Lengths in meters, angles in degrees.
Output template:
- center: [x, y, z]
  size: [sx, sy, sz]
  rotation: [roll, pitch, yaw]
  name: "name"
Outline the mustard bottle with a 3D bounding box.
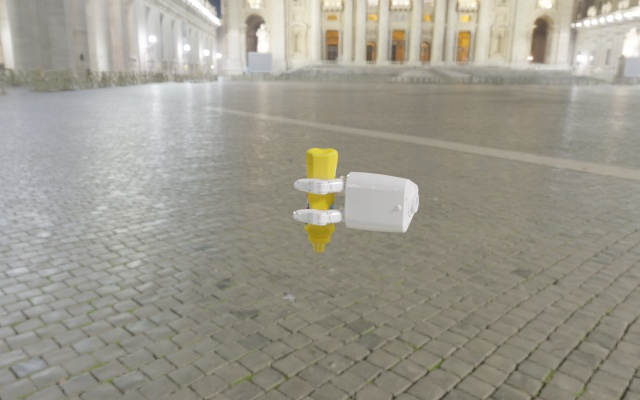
- center: [0.000, 0.003, 0.881]
  size: [0.058, 0.192, 0.096]
  rotation: [1, 13, 0]
  name: "mustard bottle"
